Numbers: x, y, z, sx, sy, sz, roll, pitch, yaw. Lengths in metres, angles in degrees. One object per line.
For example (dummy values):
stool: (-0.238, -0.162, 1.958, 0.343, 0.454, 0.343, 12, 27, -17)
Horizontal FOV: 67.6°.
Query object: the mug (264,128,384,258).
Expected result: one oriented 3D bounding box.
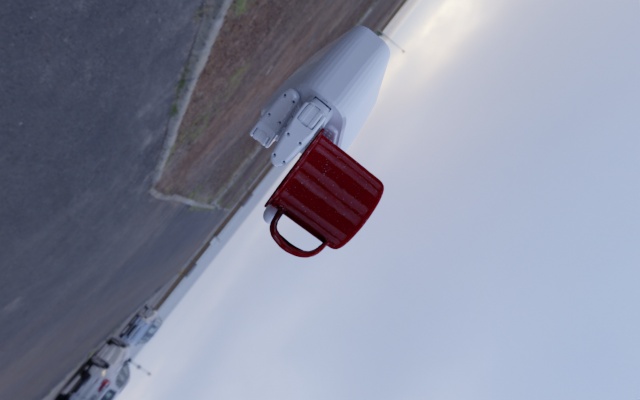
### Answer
mug: (0.000, 0.003, 0.450, 0.081, 0.117, 0.093, 37, -27, -6)
